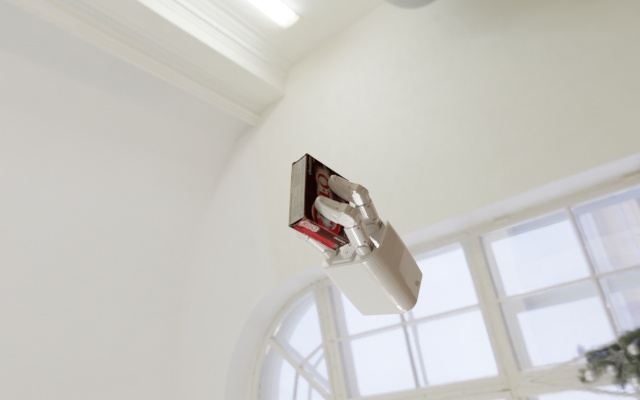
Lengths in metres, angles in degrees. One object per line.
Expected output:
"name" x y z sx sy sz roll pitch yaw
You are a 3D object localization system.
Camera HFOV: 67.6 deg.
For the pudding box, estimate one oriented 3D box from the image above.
"pudding box" 0.000 0.002 0.672 0.039 0.113 0.090 -31 -45 33
